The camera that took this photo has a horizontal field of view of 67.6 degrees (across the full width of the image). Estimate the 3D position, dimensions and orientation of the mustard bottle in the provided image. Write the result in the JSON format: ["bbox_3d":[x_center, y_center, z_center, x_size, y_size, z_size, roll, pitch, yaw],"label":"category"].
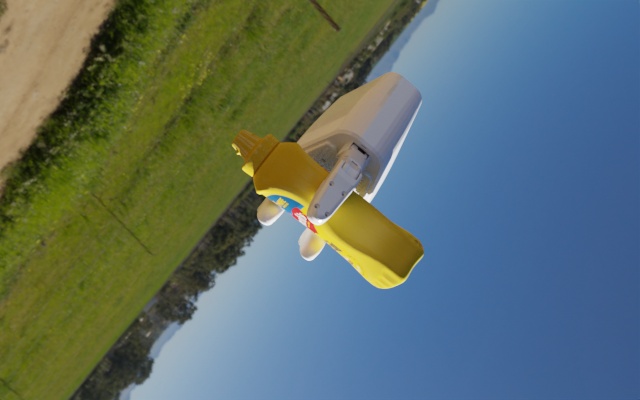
[{"bbox_3d":[0.000,0.002,0.438,0.191,0.058,0.096,39,-8,-5],"label":"mustard bottle"}]
